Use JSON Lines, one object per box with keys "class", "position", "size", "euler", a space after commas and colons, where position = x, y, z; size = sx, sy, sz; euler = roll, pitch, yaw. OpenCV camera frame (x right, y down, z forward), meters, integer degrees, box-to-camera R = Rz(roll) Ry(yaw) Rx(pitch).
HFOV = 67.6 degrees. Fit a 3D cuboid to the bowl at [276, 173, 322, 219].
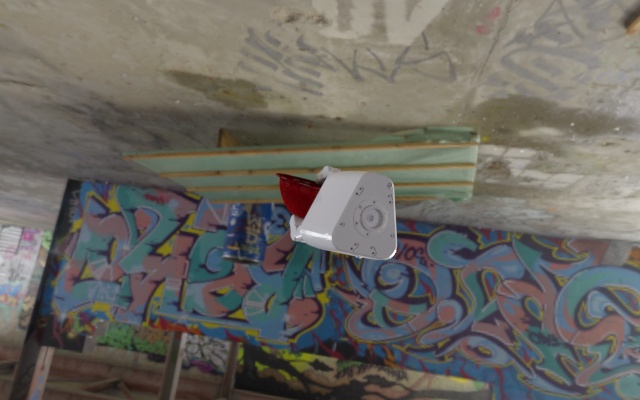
{"class": "bowl", "position": [0.000, 0.003, 0.769], "size": [0.162, 0.055, 0.162], "euler": [15, 5, -1]}
